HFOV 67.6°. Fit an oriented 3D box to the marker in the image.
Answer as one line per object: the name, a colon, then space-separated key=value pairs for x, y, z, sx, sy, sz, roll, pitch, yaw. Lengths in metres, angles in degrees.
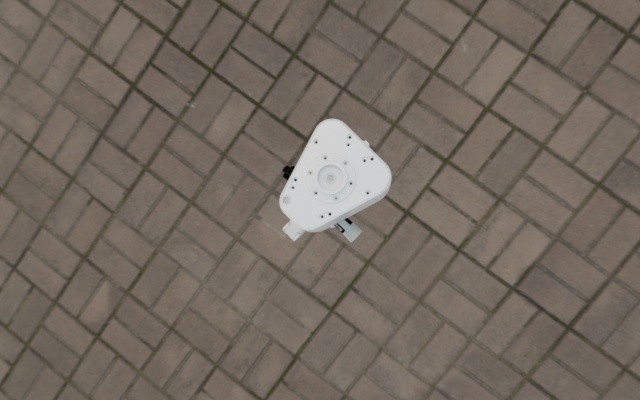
marker: x=0.000 y=0.002 z=0.575 sx=0.121 sy=0.020 sz=0.020 roll=44 pitch=3 yaw=4
